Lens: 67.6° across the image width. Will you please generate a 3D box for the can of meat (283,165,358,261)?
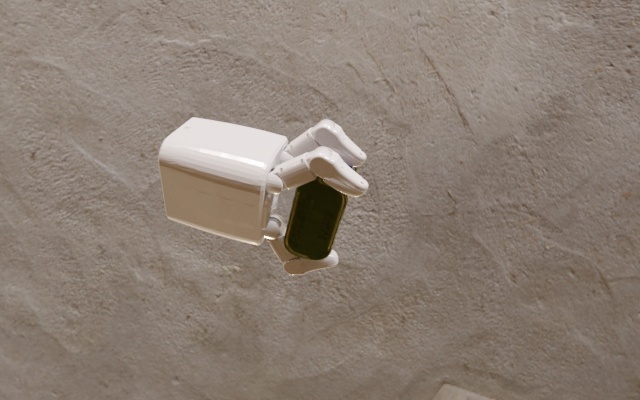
[{"bbox_3d":[0.000,0.002,0.509,0.057,0.102,0.084,16,30,2],"label":"can of meat"}]
